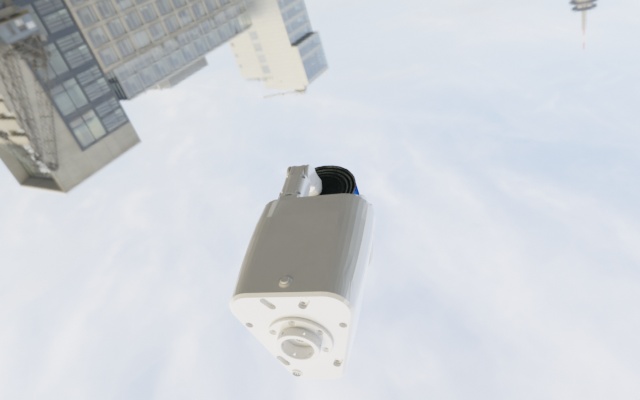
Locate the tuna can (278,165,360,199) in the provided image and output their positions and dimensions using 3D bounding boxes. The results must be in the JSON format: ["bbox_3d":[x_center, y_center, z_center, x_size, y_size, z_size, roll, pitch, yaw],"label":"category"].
[{"bbox_3d":[0.000,0.002,0.510,0.086,0.034,0.086,-13,38,11],"label":"tuna can"}]
